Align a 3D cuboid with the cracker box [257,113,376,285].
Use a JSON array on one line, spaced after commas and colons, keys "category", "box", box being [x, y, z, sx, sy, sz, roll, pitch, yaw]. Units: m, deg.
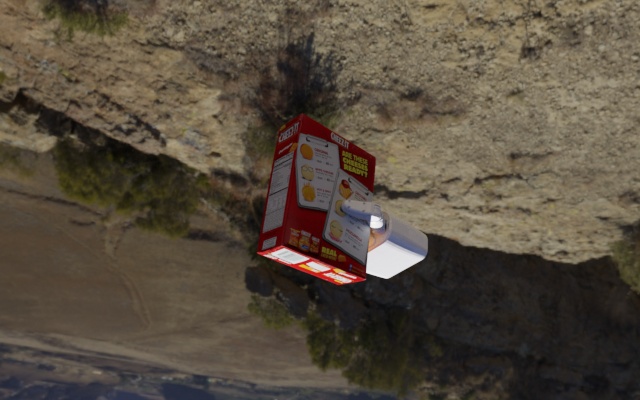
[{"category": "cracker box", "box": [0.000, 0.002, 0.728, 0.164, 0.213, 0.072, 26, -32, -35]}]
